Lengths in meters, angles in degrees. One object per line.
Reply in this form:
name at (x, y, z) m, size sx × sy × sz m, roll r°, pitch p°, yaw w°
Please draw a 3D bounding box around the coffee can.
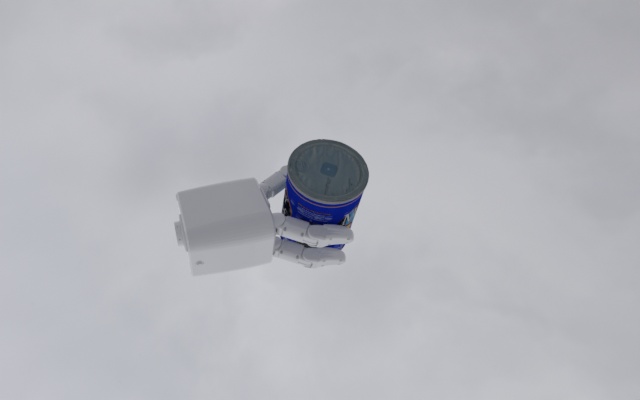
coffee can at (0.000, 0.002, 0.645) m, size 0.103 × 0.102 × 0.140 m, roll 0°, pitch -37°, yaw -11°
